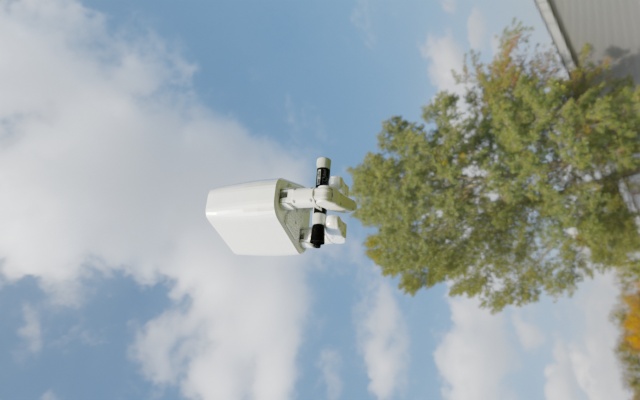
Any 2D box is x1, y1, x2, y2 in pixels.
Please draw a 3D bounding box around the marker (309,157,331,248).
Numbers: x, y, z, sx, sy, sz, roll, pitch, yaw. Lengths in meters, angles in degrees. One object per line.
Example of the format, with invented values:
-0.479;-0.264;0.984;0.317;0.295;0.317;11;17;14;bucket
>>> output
0.000;0.002;0.601;0.020;0.121;0.020;4;-24;2;marker
